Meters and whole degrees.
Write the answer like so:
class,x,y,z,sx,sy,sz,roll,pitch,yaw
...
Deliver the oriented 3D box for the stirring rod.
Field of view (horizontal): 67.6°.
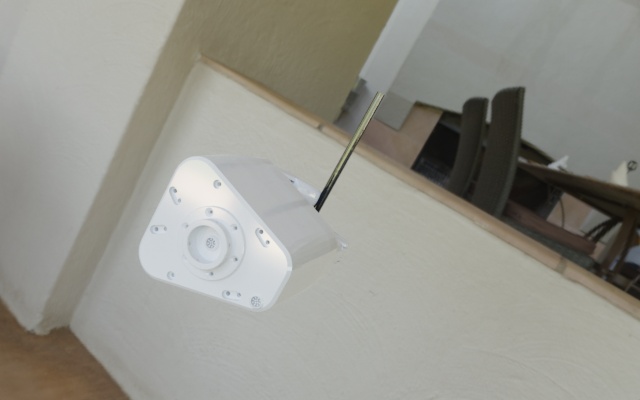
class,x,y,z,sx,sy,sz,roll,pitch,yaw
stirring rod,0.000,0.002,0.476,0.011,0.239,0.011,28,10,-5
